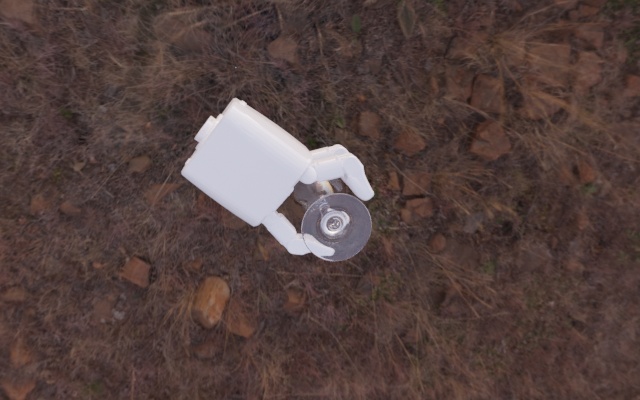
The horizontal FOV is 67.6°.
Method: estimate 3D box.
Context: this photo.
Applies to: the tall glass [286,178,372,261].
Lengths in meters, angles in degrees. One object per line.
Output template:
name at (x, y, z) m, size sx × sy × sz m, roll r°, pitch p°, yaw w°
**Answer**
tall glass at (0.000, 0.002, 0.588) m, size 0.079 × 0.079 × 0.201 m, roll 0°, pitch 15°, yaw -10°
